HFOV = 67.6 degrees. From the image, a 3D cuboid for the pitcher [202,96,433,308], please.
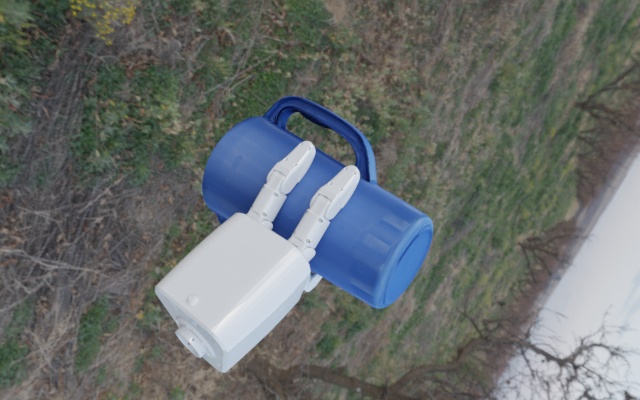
[{"bbox_3d":[0.000,0.002,0.529,0.242,0.149,0.145,30,55,26],"label":"pitcher"}]
